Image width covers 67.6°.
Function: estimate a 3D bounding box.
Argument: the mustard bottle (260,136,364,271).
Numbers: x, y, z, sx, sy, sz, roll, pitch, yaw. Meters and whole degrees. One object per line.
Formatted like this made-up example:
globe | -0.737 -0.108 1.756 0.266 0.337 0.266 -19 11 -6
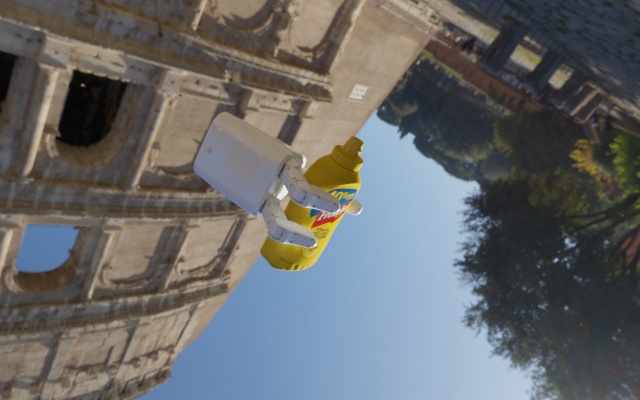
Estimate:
mustard bottle | 0.000 0.002 0.614 0.096 0.192 0.058 0 37 -50
